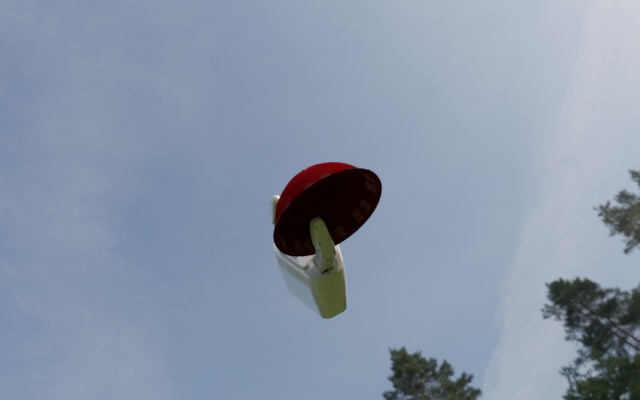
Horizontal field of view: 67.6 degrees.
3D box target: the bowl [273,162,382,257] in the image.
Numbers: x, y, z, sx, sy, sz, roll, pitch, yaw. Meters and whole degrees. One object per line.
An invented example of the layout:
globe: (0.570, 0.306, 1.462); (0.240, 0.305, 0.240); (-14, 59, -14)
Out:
bowl: (0.000, 0.001, 0.636); (0.162, 0.162, 0.055); (0, 44, -41)
